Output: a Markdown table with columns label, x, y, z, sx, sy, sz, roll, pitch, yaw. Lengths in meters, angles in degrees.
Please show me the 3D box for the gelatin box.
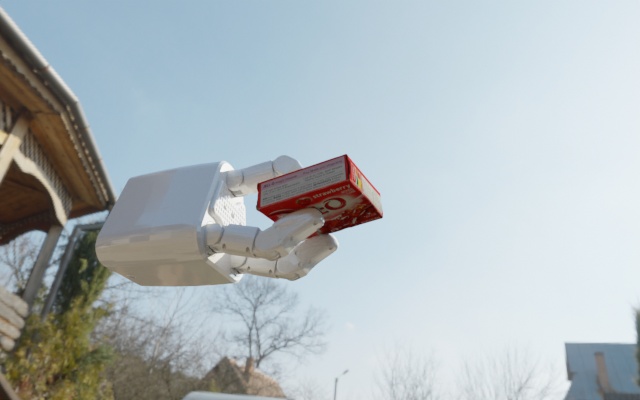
| label | x | y | z | sx | sy | sz | roll | pitch | yaw |
| --- | --- | --- | --- | --- | --- | --- | --- | --- | --- |
| gelatin box | 0.000 | 0.001 | 0.416 | 0.089 | 0.030 | 0.073 | -17 | -34 | 22 |
